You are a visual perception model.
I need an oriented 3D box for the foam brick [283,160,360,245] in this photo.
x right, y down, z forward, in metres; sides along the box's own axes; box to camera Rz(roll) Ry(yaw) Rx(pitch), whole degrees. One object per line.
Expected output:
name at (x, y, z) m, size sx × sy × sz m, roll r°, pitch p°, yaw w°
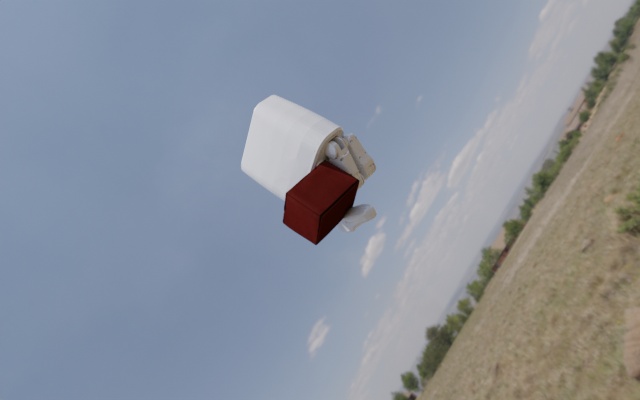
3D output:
foam brick at (0.000, 0.002, 0.551) m, size 0.051 × 0.053 × 0.078 m, roll 32°, pitch 50°, yaw 19°
